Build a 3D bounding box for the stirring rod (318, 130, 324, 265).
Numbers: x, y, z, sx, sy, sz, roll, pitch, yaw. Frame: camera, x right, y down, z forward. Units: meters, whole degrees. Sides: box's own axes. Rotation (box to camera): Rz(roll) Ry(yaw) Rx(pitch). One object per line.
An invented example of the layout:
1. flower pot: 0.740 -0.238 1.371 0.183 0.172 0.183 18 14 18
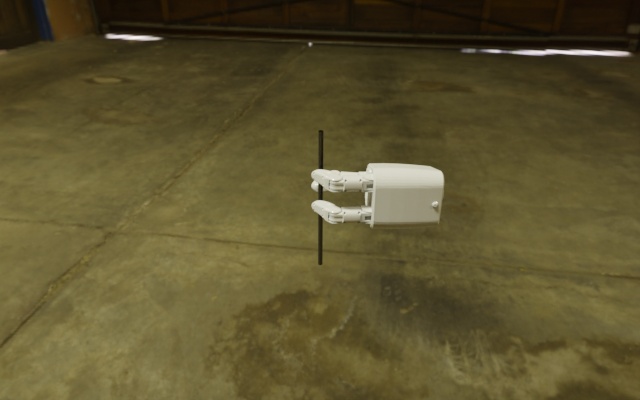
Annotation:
1. stirring rod: 0.000 0.003 0.775 0.011 0.240 0.011 0 27 0
